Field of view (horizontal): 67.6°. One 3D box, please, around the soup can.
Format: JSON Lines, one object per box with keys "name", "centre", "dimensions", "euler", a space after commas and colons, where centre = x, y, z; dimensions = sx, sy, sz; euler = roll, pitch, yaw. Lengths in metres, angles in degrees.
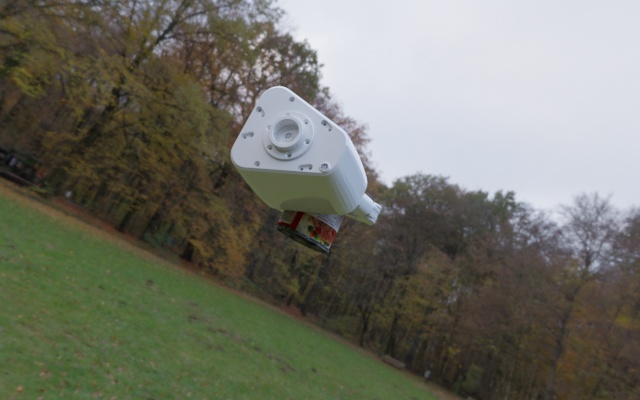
{"name": "soup can", "centre": [0.000, 0.002, 0.559], "dimensions": [0.068, 0.102, 0.068], "euler": [25, -12, 6]}
